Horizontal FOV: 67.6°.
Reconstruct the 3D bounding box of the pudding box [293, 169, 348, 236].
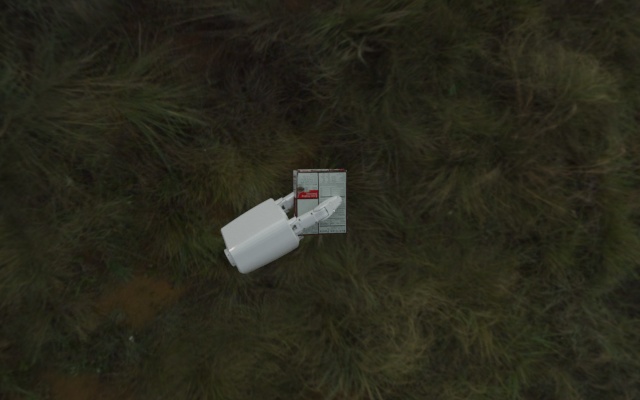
[{"bbox_3d":[0.000,0.003,0.822,0.090,0.113,0.039,-1,8,-10],"label":"pudding box"}]
